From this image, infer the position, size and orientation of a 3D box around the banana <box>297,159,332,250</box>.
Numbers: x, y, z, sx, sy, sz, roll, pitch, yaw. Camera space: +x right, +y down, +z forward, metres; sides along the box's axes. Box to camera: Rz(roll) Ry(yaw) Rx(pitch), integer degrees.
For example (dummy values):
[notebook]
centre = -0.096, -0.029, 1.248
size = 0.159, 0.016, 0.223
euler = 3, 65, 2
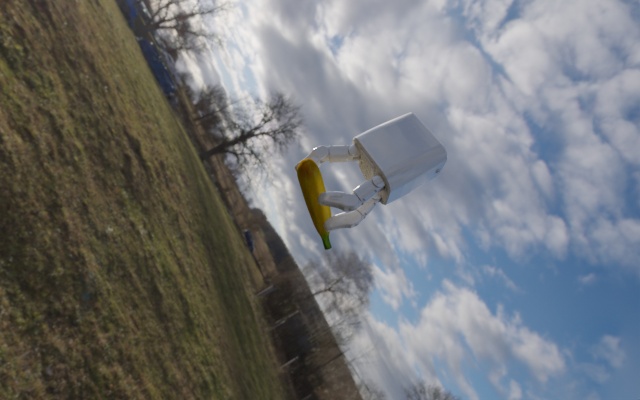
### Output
[banana]
centre = -0.006, -0.007, 0.747
size = 0.037, 0.198, 0.069
euler = -24, 47, -7
